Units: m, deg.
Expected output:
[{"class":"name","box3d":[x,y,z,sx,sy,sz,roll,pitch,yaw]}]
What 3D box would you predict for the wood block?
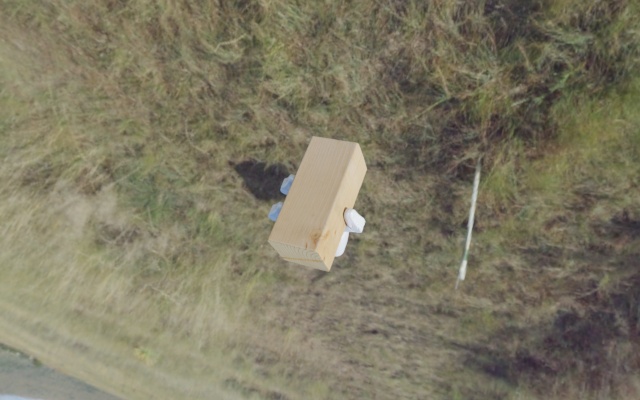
[{"class":"wood block","box3d":[0.000,0.003,0.818,0.091,0.206,0.090,12,-24,22]}]
